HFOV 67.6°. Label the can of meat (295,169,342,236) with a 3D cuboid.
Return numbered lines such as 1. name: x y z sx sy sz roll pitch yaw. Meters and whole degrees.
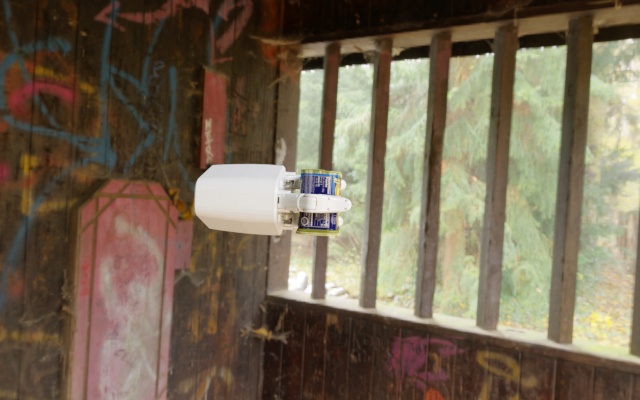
1. can of meat: 0.000 0.002 0.648 0.057 0.084 0.102 3 1 4
